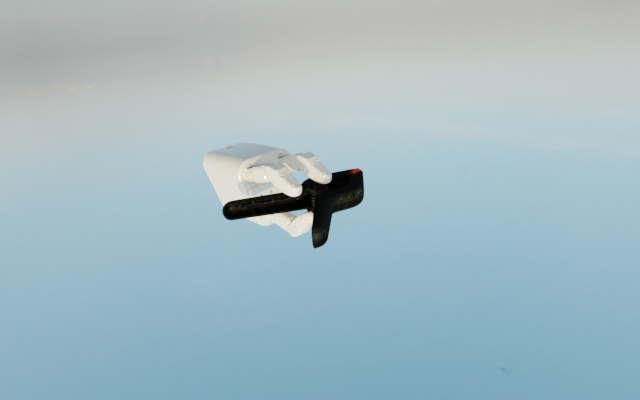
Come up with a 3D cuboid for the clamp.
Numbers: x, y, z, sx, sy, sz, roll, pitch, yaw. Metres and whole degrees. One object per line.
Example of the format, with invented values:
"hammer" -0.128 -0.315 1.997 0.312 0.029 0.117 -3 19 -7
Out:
"clamp" 0.000 0.003 0.634 0.210 0.036 0.164 -23 30 -39
